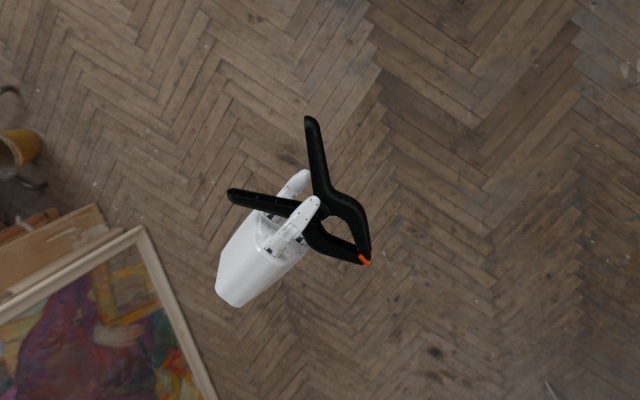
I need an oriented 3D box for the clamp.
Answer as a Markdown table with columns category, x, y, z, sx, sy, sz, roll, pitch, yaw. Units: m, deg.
| category | x | y | z | sx | sy | sz | roll | pitch | yaw |
| --- | --- | --- | --- | --- | --- | --- | --- | --- | --- |
| clamp | 0.000 | 0.003 | 0.630 | 0.210 | 0.165 | 0.036 | 39 | 26 | -8 |
